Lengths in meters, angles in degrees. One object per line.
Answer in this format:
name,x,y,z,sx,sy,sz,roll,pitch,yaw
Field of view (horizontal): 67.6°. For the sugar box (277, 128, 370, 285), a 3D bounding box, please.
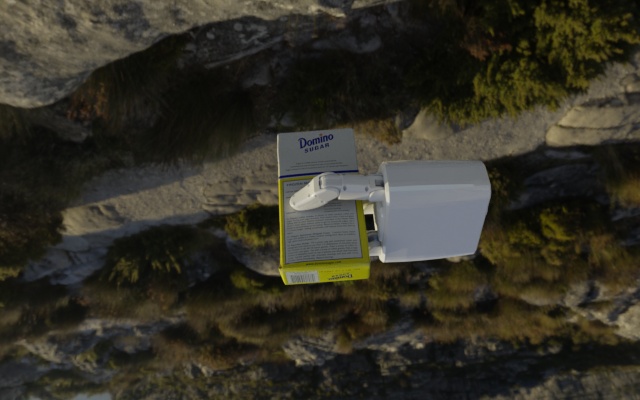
sugar box,0.000,0.002,0.535,0.093,0.176,0.048,-4,-33,1
